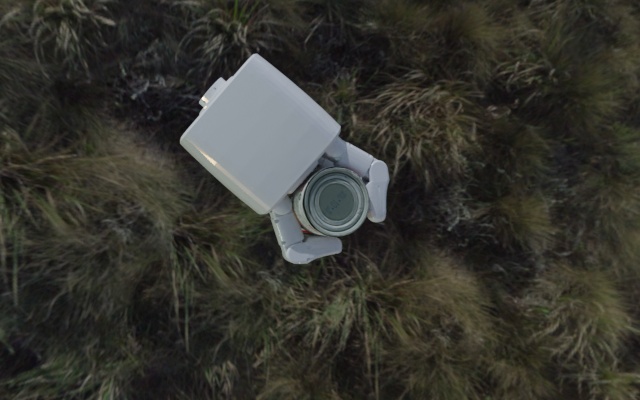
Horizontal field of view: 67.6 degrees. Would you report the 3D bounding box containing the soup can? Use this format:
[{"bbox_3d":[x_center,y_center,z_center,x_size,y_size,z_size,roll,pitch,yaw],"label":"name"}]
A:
[{"bbox_3d":[0.000,0.002,0.489,0.068,0.068,0.102,0,-1,-19],"label":"soup can"}]
